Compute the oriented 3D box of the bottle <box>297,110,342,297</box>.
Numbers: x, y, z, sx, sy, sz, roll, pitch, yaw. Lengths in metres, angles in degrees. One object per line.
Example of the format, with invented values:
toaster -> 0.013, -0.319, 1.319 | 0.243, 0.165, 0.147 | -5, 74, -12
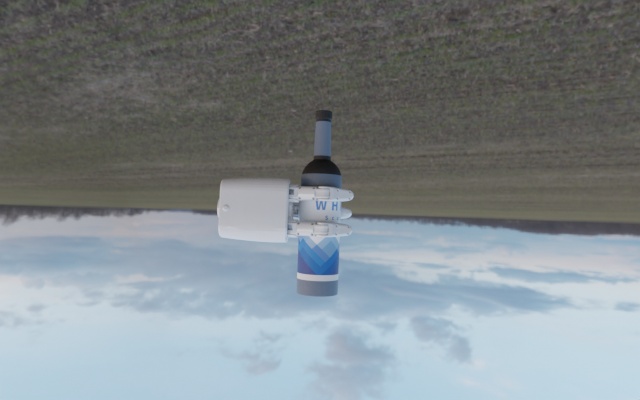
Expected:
bottle -> 0.000, 0.003, 0.772 | 0.069, 0.295, 0.069 | 2, -2, 0
